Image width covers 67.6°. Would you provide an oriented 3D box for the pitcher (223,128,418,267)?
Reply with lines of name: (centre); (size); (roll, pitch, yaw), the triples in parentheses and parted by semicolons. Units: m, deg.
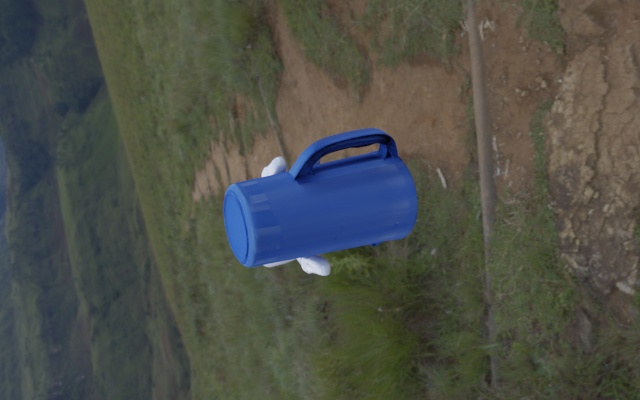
pitcher: (0.000, 0.002, 0.643); (0.243, 0.149, 0.145); (-11, -10, -26)
